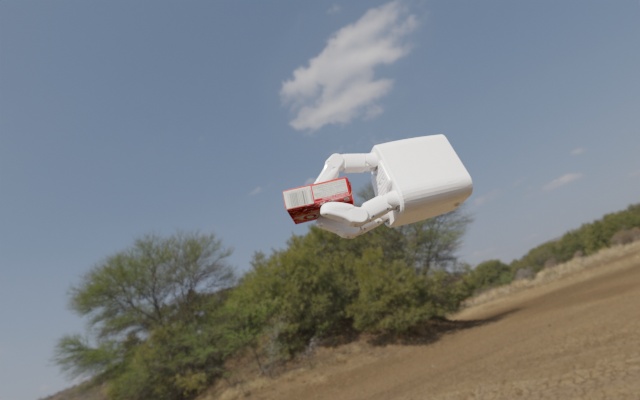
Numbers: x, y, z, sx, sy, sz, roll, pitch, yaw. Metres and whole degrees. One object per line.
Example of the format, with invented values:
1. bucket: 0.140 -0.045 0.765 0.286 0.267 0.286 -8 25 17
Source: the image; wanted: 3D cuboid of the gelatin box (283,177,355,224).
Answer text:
1. gelatin box: 0.000 0.002 0.645 0.089 0.030 0.073 -13 -18 3
